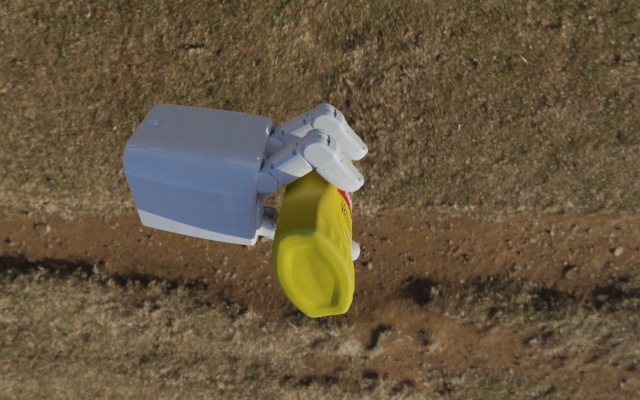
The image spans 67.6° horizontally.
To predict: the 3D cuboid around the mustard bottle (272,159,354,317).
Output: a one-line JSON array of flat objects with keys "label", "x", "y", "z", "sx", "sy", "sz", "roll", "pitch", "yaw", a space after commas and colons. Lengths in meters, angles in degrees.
[{"label": "mustard bottle", "x": 0.000, "y": 0.002, "z": 0.427, "sx": 0.058, "sy": 0.096, "sz": 0.191, "roll": -12, "pitch": 36, "yaw": 13}]
